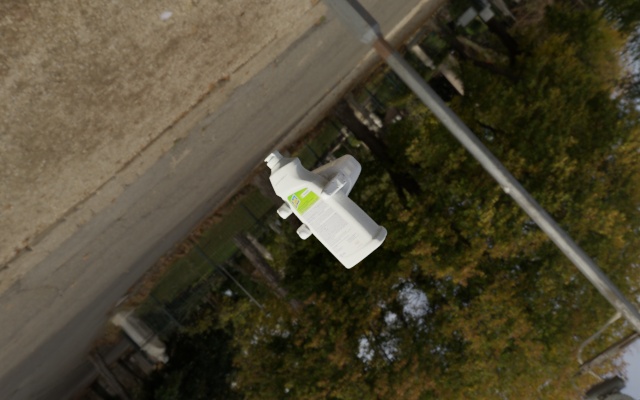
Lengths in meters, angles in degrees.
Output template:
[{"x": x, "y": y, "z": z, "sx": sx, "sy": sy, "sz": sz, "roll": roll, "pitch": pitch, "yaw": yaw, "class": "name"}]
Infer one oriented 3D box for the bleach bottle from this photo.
[{"x": 0.000, "y": 0.003, "z": 0.876, "sx": 0.102, "sy": 0.251, "sz": 0.068, "roll": -42, "pitch": 3, "yaw": 27, "class": "bleach bottle"}]
